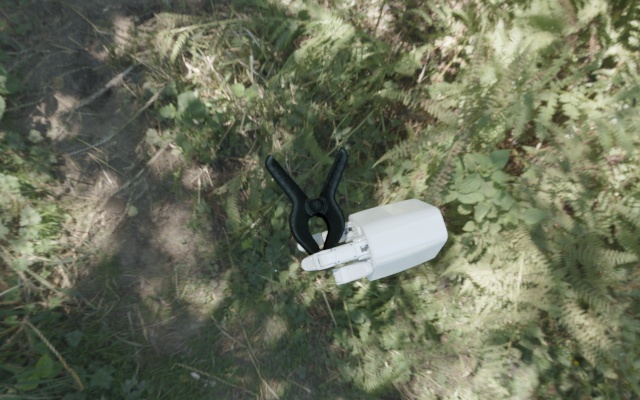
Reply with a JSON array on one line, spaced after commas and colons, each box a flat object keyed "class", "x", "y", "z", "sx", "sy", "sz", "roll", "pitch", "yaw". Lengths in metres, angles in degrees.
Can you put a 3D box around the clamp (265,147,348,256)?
[{"class": "clamp", "x": 0.000, "y": 0.002, "z": 0.679, "sx": 0.120, "sy": 0.171, "sz": 0.039, "roll": -17, "pitch": -6, "yaw": -6}]
